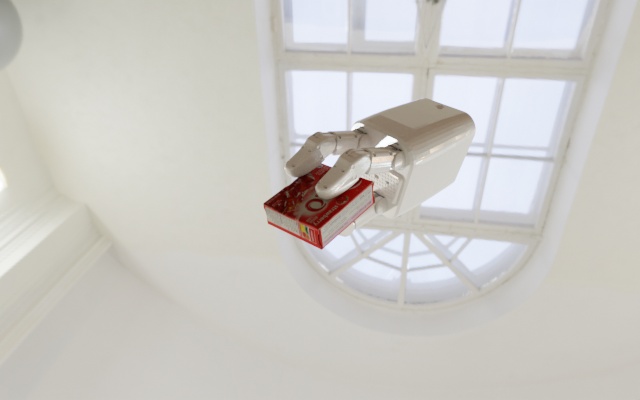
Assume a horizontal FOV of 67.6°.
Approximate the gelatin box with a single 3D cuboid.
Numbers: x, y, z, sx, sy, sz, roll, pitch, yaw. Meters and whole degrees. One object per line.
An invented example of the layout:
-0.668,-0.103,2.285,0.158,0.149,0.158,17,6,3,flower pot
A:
0.000,0.002,0.476,0.073,0.030,0.089,23,47,35,gelatin box
